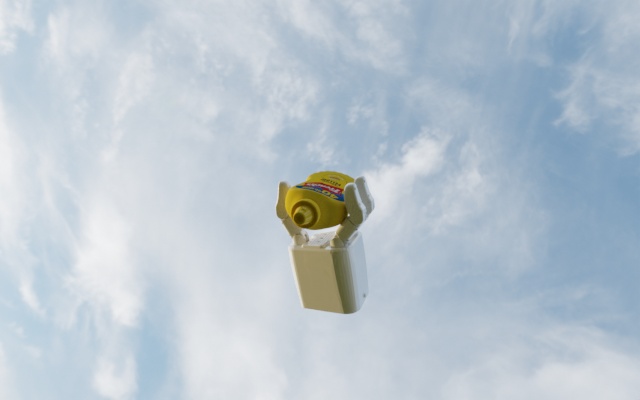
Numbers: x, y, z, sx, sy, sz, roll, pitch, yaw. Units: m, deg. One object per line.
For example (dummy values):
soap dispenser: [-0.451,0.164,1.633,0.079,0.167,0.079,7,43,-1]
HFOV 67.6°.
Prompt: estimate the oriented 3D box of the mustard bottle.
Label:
mustard bottle: [0.000,0.002,0.721,0.096,0.058,0.191,19,19,13]
